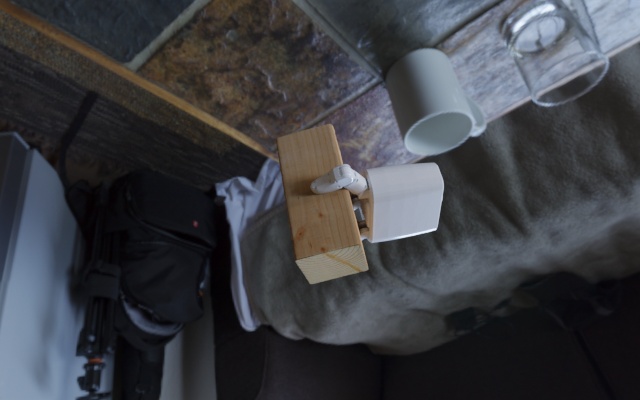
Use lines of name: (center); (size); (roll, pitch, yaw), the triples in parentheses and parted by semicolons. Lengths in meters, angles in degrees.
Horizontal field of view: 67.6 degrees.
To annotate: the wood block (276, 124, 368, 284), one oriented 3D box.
wood block: (0.000, 0.002, 0.698); (0.090, 0.206, 0.091); (-14, -32, 4)
